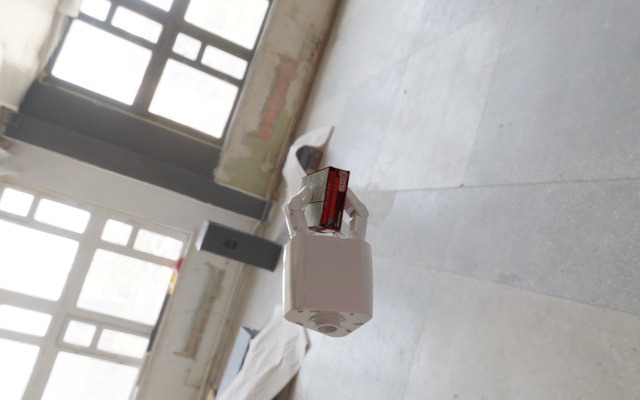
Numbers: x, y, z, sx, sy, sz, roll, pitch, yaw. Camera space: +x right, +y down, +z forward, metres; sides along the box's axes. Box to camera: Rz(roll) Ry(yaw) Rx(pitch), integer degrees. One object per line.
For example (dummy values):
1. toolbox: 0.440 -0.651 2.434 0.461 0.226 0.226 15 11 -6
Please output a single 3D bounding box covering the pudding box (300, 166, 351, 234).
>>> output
1. pudding box: 0.000 0.002 0.715 0.039 0.090 0.113 15 -11 -23
